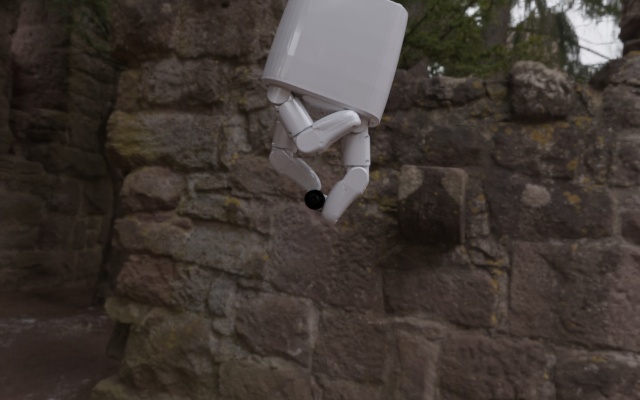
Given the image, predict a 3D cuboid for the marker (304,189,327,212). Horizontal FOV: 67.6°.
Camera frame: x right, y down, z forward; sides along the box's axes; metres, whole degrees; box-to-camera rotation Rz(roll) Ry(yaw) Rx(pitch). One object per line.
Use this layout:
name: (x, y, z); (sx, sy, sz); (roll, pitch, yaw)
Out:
marker: (0.000, 0.002, 0.486); (0.020, 0.020, 0.121); (0, -3, 6)
